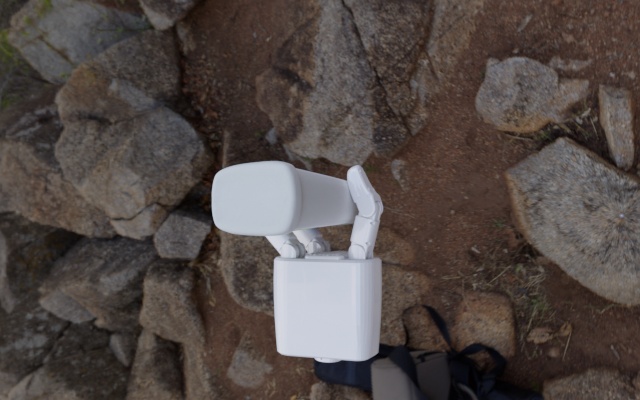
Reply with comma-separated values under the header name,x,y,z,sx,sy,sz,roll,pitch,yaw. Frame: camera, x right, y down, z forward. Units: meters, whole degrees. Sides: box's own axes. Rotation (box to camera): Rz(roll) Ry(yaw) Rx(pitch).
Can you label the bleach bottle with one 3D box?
name,x,y,z,sx,sy,sz,roll,pitch,yaw
bleach bottle,0.000,0.002,0.538,0.102,0.068,0.251,-1,-2,32
